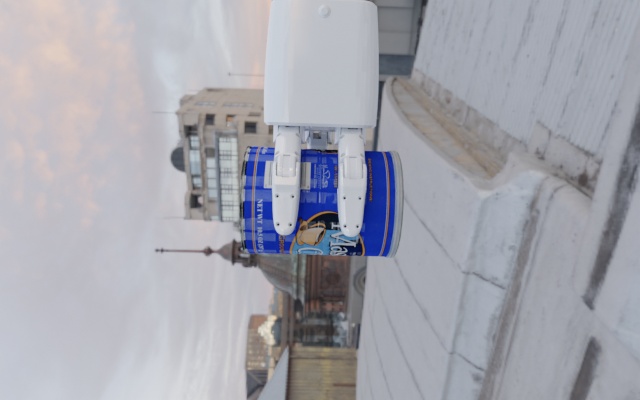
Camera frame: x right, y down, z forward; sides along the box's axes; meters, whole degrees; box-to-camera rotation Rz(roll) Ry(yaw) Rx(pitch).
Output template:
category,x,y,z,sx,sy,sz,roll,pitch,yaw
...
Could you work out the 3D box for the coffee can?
category,x,y,z,sx,sy,sz,roll,pitch,yaw
coffee can,0.000,0.002,0.456,0.140,0.103,0.103,2,0,-2
